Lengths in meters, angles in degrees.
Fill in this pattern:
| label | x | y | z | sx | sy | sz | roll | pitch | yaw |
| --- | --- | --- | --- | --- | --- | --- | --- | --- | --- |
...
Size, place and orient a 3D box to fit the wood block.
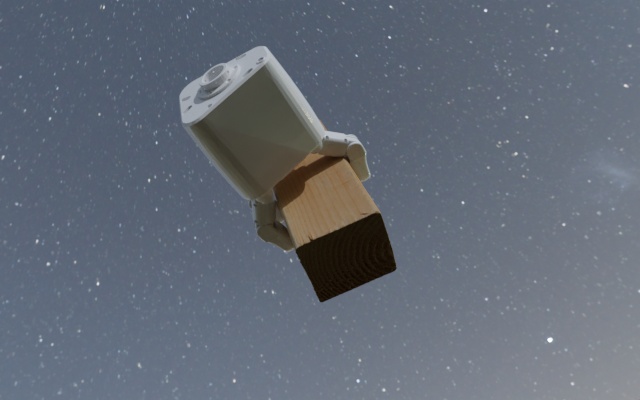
| label | x | y | z | sx | sy | sz | roll | pitch | yaw |
| --- | --- | --- | --- | --- | --- | --- | --- | --- | --- |
| wood block | 0.000 | 0.001 | 0.552 | 0.091 | 0.090 | 0.206 | -23 | 39 | -2 |
